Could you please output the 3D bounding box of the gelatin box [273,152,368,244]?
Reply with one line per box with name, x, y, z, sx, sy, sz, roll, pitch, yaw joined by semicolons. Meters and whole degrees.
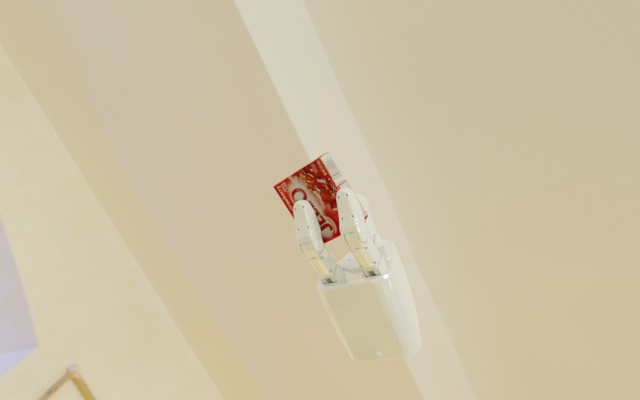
gelatin box;0.000;0.001;0.543;0.073;0.089;0.030;-30;4;31
